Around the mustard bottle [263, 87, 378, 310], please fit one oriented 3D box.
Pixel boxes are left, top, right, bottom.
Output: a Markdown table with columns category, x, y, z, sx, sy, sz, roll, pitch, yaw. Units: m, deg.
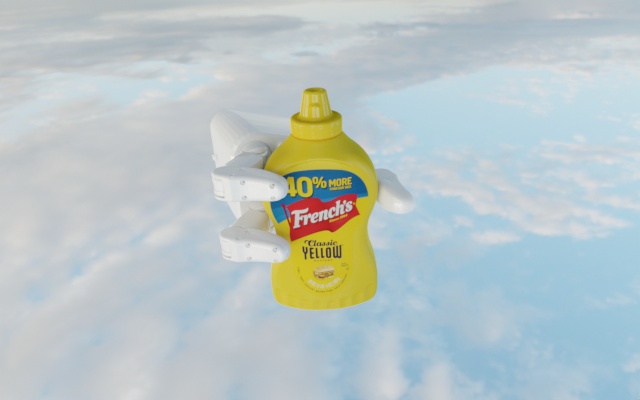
| category | x | y | z | sx | sy | sz | roll | pitch | yaw |
| --- | --- | --- | --- | --- | --- | --- | --- | --- | --- |
| mustard bottle | 0.000 | 0.002 | 0.404 | 0.096 | 0.192 | 0.058 | -2 | 27 | 2 |
